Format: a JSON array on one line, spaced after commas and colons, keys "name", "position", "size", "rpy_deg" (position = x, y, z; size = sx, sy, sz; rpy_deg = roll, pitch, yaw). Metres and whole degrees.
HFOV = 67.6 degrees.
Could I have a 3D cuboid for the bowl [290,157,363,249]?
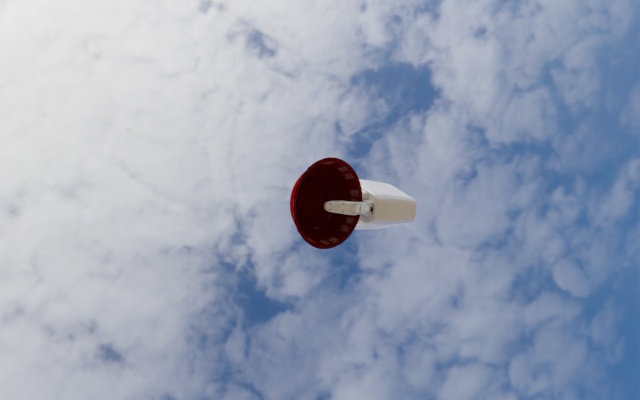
[{"name": "bowl", "position": [-0.001, 0.002, 0.851], "size": [0.162, 0.162, 0.055], "rpy_deg": [0, 7, -41]}]
